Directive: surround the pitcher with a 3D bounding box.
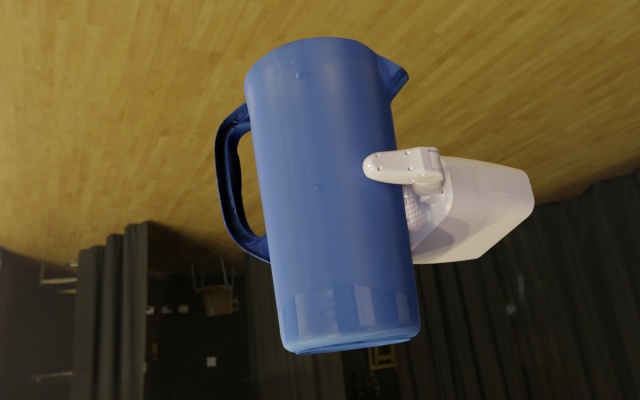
[{"bbox_3d":[0.000,0.001,0.408,0.145,0.242,0.149,3,-22,-27],"label":"pitcher"}]
